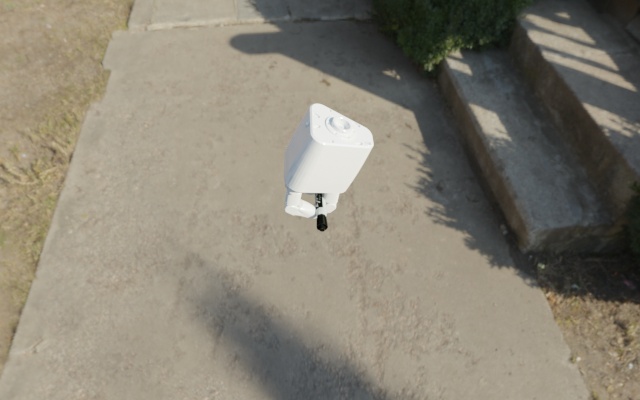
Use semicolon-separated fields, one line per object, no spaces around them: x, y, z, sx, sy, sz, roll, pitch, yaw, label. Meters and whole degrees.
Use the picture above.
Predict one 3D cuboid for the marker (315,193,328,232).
0.000;0.003;0.812;0.020;0.121;0.020;-2;-41;-2;marker
